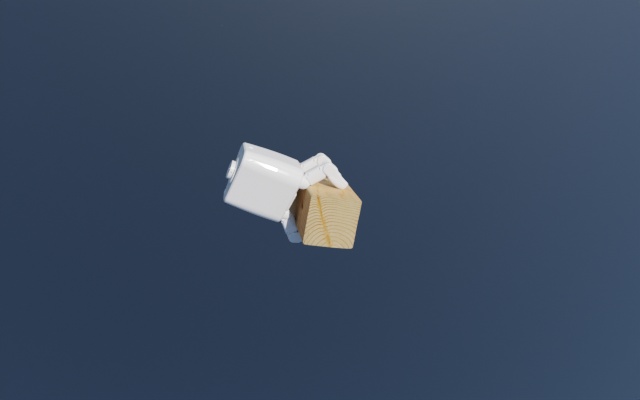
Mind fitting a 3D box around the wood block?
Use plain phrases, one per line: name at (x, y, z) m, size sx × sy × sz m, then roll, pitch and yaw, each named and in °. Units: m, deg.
wood block at (0.000, 0.003, 0.888) m, size 0.090 × 0.091 × 0.206 m, roll 6°, pitch 18°, yaw -14°
